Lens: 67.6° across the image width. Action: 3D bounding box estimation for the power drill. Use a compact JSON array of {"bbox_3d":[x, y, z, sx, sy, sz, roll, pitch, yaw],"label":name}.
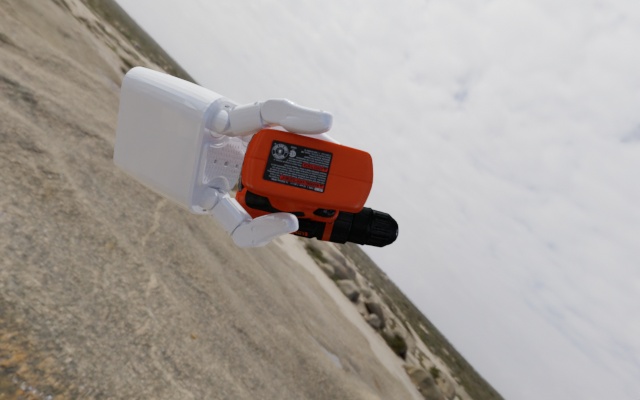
[{"bbox_3d":[0.000,0.001,0.464,0.184,0.057,0.188,11,-16,0],"label":"power drill"}]
